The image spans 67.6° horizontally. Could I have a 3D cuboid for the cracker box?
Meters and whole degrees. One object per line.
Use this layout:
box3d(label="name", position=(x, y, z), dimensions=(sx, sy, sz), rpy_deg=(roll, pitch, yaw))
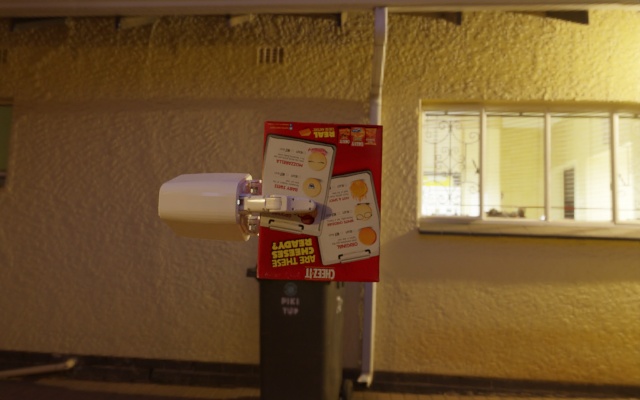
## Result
box3d(label="cracker box", position=(0.000, 0.002, 0.666), dimensions=(0.164, 0.213, 0.072), rpy_deg=(2, -5, 0))
